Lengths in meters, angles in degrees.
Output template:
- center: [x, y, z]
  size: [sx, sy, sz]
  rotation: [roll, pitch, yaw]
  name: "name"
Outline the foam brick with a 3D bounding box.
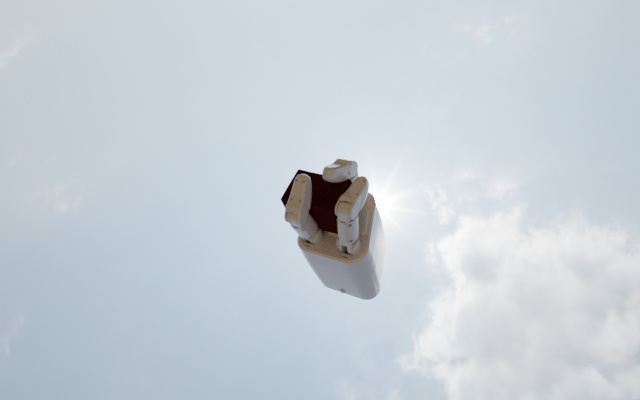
- center: [0.000, 0.002, 0.599]
  size: [0.078, 0.053, 0.051]
  rotation: [14, -32, 29]
  name: "foam brick"
